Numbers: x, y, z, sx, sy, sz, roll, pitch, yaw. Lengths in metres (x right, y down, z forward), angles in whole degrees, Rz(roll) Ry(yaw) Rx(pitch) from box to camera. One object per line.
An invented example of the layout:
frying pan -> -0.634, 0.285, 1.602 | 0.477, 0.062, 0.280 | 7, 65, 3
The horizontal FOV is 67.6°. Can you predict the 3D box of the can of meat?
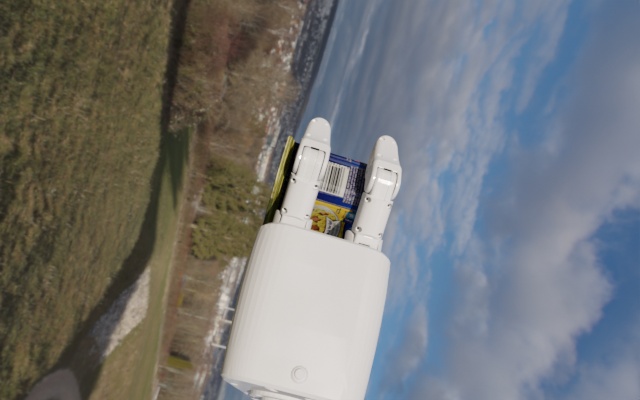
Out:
can of meat -> 0.000, 0.001, 0.404 | 0.084, 0.057, 0.102 | 17, -31, -5
